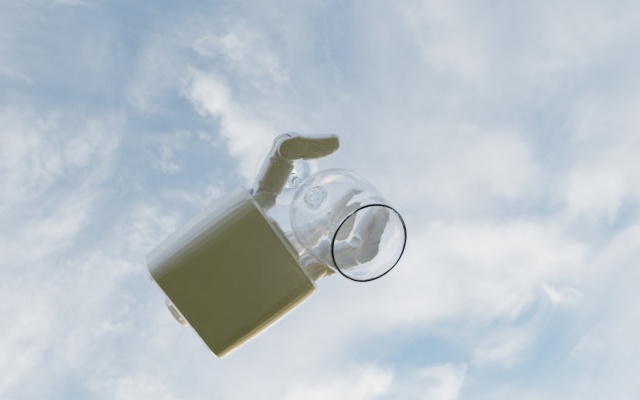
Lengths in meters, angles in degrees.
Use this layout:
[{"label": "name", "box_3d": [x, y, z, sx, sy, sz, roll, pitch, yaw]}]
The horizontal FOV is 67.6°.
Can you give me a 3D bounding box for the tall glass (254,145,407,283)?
[{"label": "tall glass", "box_3d": [0.000, 0.001, 0.432, 0.079, 0.079, 0.201, 0, 17, -23]}]
